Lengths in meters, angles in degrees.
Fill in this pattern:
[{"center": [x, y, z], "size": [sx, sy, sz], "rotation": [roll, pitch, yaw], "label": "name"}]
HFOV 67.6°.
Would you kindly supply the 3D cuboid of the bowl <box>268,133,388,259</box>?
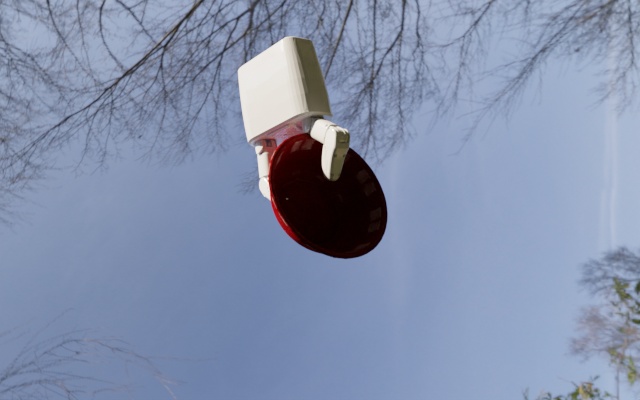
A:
[{"center": [0.000, 0.003, 0.566], "size": [0.162, 0.162, 0.055], "rotation": [0, -26, -35], "label": "bowl"}]
